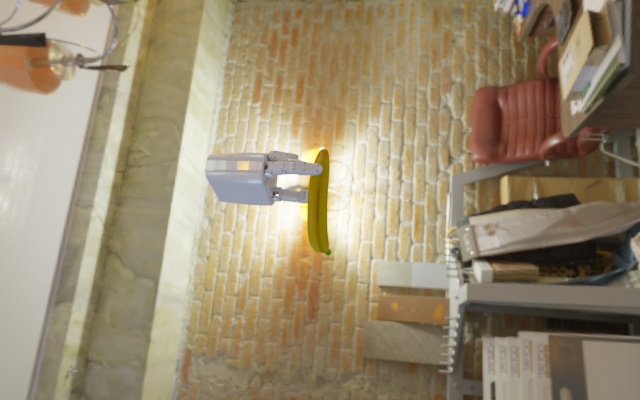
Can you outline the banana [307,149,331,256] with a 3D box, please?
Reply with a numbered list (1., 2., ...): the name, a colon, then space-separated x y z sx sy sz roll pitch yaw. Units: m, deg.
1. banana: -0.003 0.010 0.839 0.037 0.198 0.069 2 12 9
